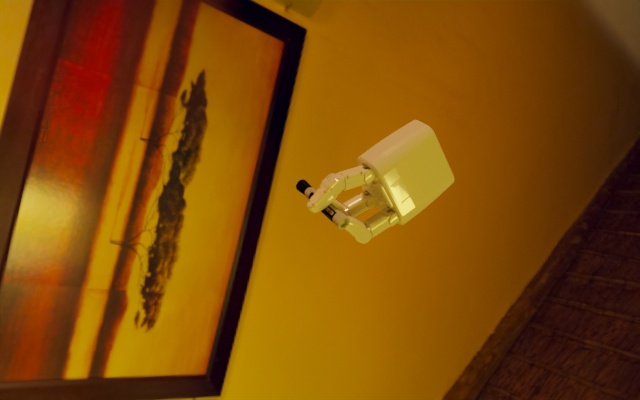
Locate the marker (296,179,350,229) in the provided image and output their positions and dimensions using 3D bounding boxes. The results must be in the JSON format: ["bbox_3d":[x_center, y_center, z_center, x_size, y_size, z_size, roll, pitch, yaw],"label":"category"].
[{"bbox_3d":[0.000,0.002,0.666,0.020,0.020,0.121,0,27,-35],"label":"marker"}]
